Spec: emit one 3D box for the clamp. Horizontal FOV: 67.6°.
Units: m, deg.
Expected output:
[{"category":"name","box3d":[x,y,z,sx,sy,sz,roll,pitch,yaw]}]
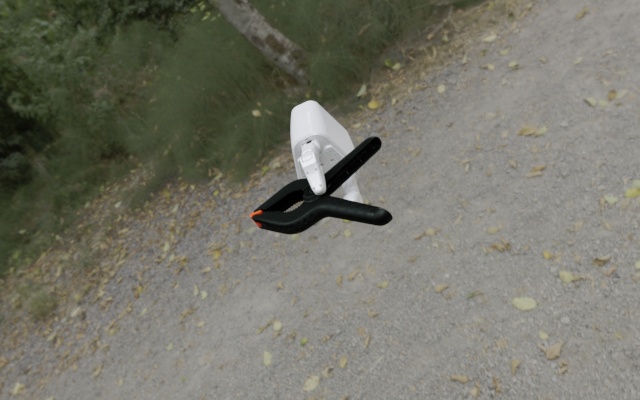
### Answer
[{"category":"clamp","box3d":[-0.001,0.002,0.651,0.210,0.036,0.164,-24,38,12]}]
